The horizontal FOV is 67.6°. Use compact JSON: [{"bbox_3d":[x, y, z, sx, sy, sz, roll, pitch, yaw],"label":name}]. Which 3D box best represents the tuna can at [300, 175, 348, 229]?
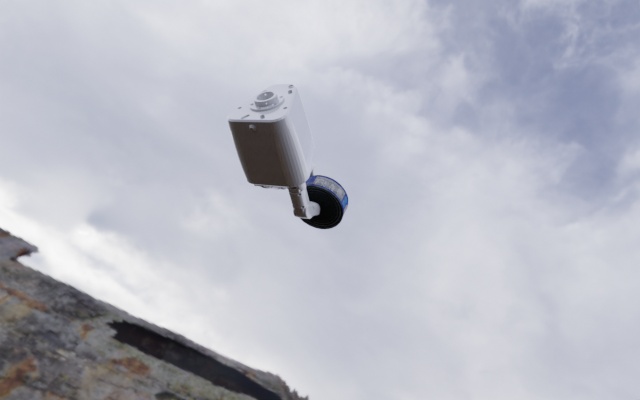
[{"bbox_3d":[0.000,0.002,0.759,0.086,0.086,0.033,0,37,25],"label":"tuna can"}]
